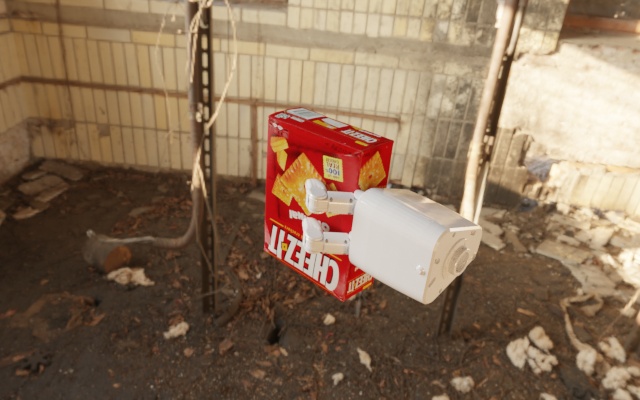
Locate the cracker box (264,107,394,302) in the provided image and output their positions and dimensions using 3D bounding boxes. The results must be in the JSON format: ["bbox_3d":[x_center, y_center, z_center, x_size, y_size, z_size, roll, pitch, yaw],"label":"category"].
[{"bbox_3d":[0.000,0.002,0.634,0.164,0.214,0.072,27,34,36],"label":"cracker box"}]
